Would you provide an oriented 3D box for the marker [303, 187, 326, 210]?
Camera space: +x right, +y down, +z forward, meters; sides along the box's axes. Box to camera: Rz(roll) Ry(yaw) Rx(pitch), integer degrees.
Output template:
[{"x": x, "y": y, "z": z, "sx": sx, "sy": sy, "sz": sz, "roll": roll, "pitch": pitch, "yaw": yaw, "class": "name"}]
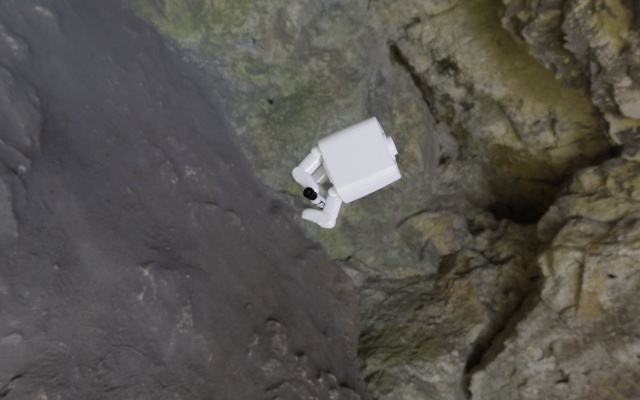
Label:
[{"x": 0.000, "y": 0.003, "z": 0.807, "sx": 0.020, "sy": 0.020, "sz": 0.121, "roll": 0, "pitch": -17, "yaw": 22, "class": "marker"}]
